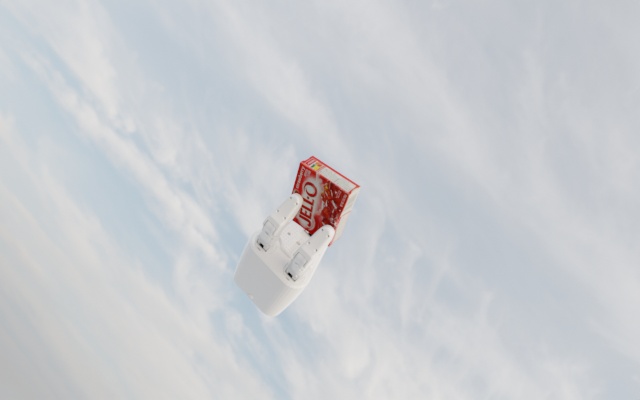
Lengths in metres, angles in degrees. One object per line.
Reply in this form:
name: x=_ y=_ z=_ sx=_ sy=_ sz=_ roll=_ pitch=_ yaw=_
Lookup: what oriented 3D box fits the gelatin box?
gelatin box: x=0.000 y=0.001 z=0.581 sx=0.073 sy=0.089 sz=0.030 roll=35 pitch=41 yaw=19
